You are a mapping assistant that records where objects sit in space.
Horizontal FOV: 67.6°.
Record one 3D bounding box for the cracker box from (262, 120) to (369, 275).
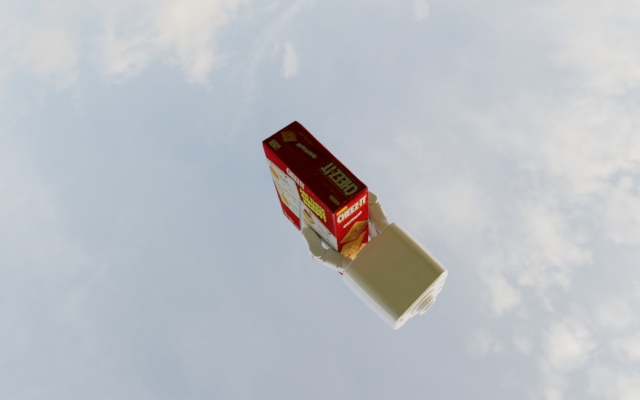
[{"bbox_3d":[0.000,0.003,0.744,0.072,0.164,0.214,-37,-27,-16],"label":"cracker box"}]
